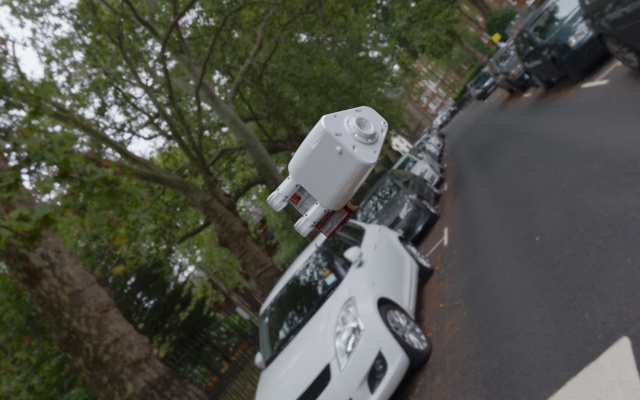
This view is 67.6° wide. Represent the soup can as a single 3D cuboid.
[{"bbox_3d":[0.000,0.002,0.727,0.102,0.068,0.068,43,4,4],"label":"soup can"}]
